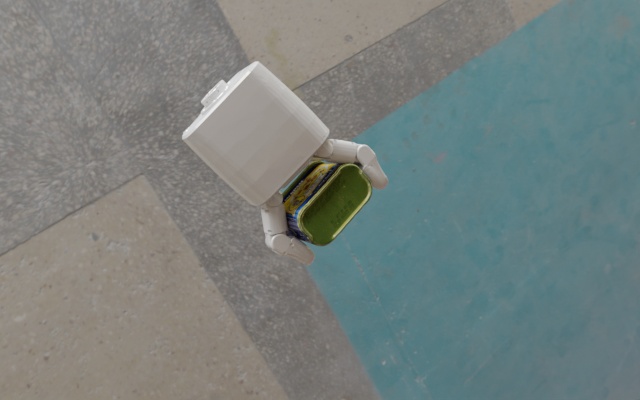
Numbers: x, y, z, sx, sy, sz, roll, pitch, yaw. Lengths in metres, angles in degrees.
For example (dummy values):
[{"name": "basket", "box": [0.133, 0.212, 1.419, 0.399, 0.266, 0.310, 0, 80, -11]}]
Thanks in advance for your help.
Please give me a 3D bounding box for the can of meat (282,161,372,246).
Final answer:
[{"name": "can of meat", "box": [0.000, 0.002, 0.549, 0.057, 0.102, 0.084, 47, -16, -20]}]
